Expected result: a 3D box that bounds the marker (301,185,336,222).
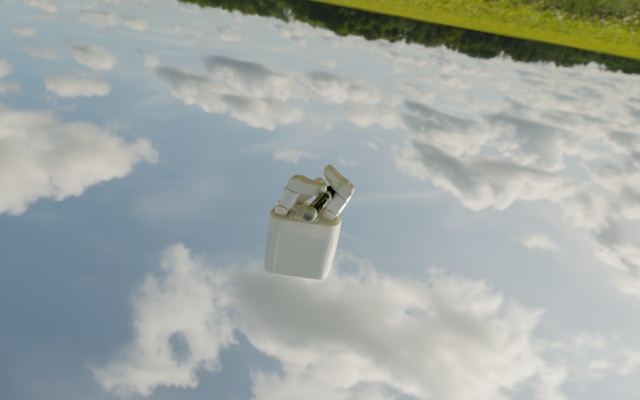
[{"bbox_3d":[0.000,0.002,0.705,0.020,0.020,0.121,0,19,18],"label":"marker"}]
